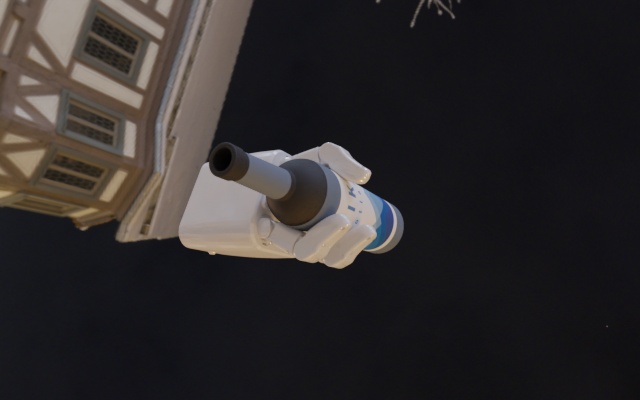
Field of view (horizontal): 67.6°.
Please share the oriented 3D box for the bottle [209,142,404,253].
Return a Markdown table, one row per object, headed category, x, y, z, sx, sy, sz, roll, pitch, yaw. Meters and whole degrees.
| category | x | y | z | sx | sy | sz | roll | pitch | yaw |
| --- | --- | --- | --- | --- | --- | --- | --- | --- | --- |
| bottle | 0.000 | 0.002 | 0.480 | 0.069 | 0.069 | 0.296 | 0 | -13 | 31 |
